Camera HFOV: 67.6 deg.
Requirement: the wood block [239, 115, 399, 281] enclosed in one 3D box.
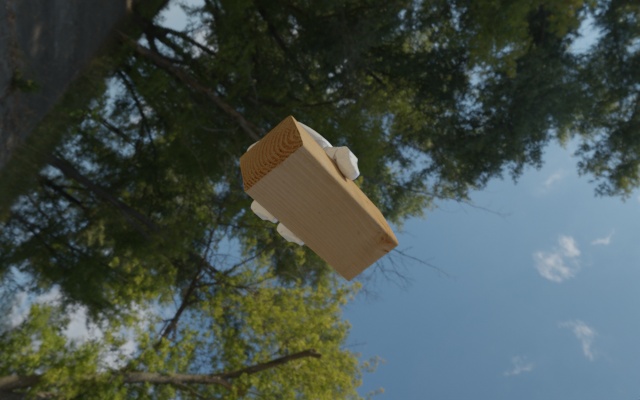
[{"bbox_3d":[0.000,0.002,0.626,0.206,0.091,0.090,44,13,-32],"label":"wood block"}]
